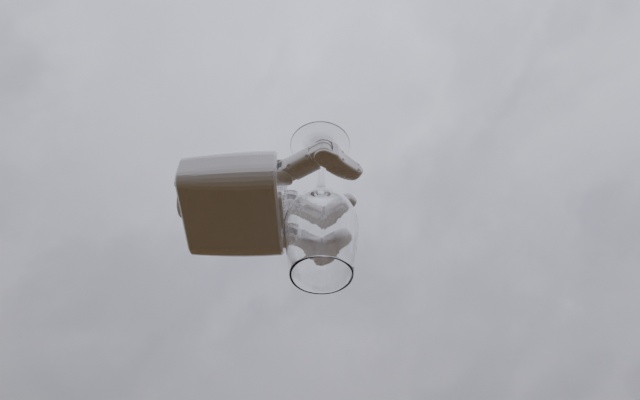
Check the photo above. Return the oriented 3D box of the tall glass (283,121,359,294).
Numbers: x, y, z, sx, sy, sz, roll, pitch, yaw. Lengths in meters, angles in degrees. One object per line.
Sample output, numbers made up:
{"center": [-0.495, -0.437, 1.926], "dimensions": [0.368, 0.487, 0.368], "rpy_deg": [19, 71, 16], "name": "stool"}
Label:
{"center": [0.000, 0.001, 0.523], "dimensions": [0.079, 0.079, 0.200], "rpy_deg": [-1, 45, -1], "name": "tall glass"}
